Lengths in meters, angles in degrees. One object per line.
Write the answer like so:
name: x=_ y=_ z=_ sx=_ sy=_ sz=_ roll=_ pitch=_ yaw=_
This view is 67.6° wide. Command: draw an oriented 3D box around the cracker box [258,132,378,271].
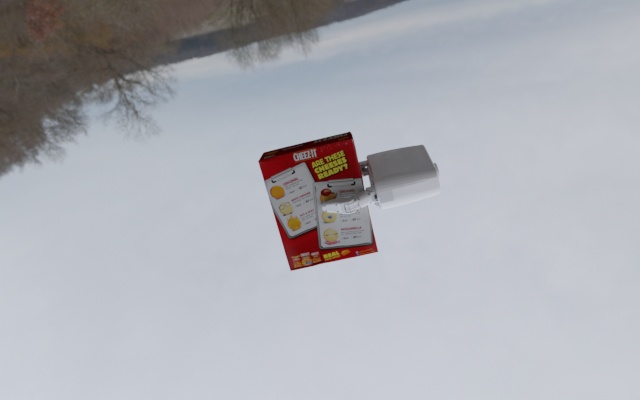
cracker box: x=0.000 y=0.003 z=0.845 sx=0.164 sy=0.214 sz=0.072 roll=-13 pitch=19 yaw=5
